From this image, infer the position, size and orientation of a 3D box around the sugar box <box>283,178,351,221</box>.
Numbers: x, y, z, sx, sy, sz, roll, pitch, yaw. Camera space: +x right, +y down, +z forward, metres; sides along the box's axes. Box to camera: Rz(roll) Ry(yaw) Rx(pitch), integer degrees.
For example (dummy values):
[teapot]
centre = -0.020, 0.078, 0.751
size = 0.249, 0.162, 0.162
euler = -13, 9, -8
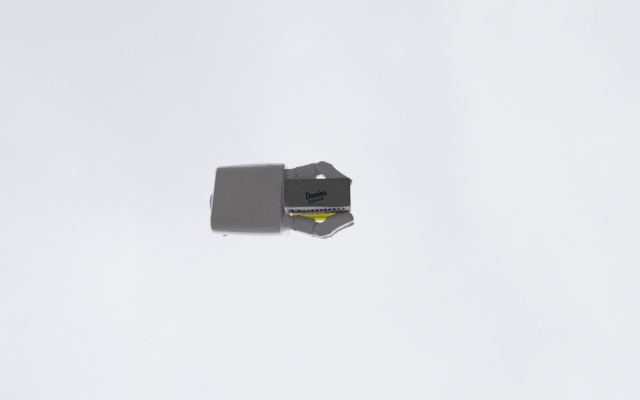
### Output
[sugar box]
centre = 0.000, 0.003, 0.720
size = 0.093, 0.048, 0.176
euler = -1, -6, 4
